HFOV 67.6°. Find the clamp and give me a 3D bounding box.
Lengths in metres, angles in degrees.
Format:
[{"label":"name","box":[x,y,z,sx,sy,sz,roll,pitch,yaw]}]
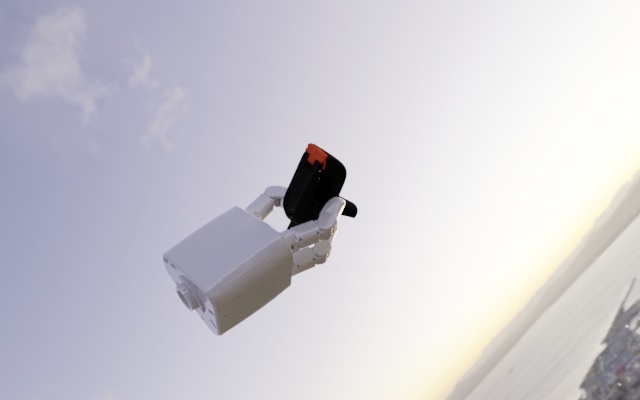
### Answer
[{"label":"clamp","box":[-0.001,0.001,0.609,0.036,0.210,0.164,39,56,23]}]
